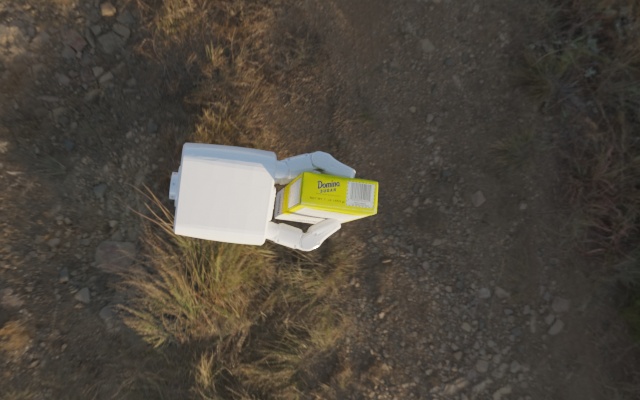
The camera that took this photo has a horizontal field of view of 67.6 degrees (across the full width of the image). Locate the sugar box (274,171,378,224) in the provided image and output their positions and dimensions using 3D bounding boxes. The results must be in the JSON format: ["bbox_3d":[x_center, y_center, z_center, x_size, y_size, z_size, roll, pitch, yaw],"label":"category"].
[{"bbox_3d":[0.000,0.001,0.622,0.093,0.048,0.176,8,-7,-15],"label":"sugar box"}]
